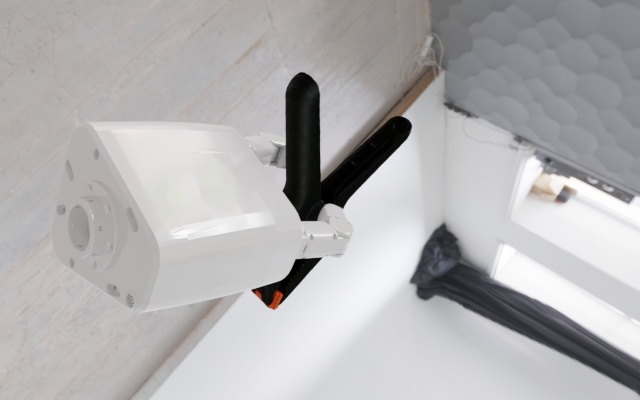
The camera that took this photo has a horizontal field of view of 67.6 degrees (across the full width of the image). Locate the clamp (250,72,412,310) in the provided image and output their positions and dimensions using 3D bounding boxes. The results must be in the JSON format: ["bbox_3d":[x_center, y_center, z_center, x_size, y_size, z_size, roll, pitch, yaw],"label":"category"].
[{"bbox_3d":[0.000,0.002,0.418,0.036,0.210,0.164,37,25,33],"label":"clamp"}]
